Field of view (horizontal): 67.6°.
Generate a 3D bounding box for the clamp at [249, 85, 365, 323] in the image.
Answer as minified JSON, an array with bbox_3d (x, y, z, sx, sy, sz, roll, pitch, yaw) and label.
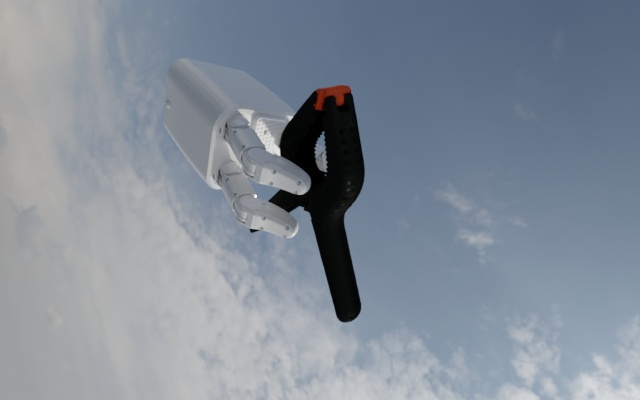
[{"bbox_3d":[0.001,0.001,0.434,0.036,0.210,0.164,-21,53,-38],"label":"clamp"}]
